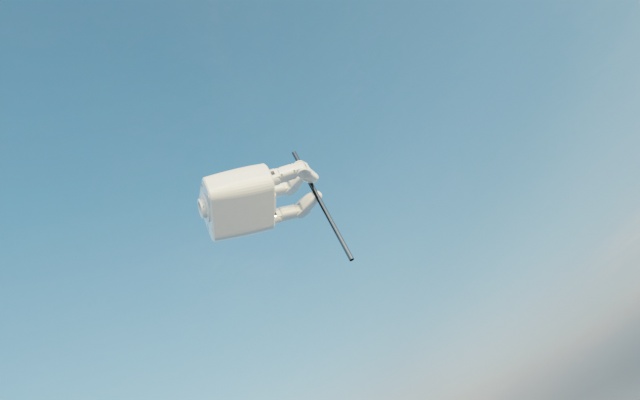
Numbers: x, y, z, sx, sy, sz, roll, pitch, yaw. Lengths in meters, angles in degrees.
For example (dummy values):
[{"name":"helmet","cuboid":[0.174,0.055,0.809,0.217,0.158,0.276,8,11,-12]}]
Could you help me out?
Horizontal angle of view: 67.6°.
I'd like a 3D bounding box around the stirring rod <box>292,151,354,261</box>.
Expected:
[{"name":"stirring rod","cuboid":[0.000,0.003,0.806,0.011,0.239,0.011,-20,-33,-13]}]
